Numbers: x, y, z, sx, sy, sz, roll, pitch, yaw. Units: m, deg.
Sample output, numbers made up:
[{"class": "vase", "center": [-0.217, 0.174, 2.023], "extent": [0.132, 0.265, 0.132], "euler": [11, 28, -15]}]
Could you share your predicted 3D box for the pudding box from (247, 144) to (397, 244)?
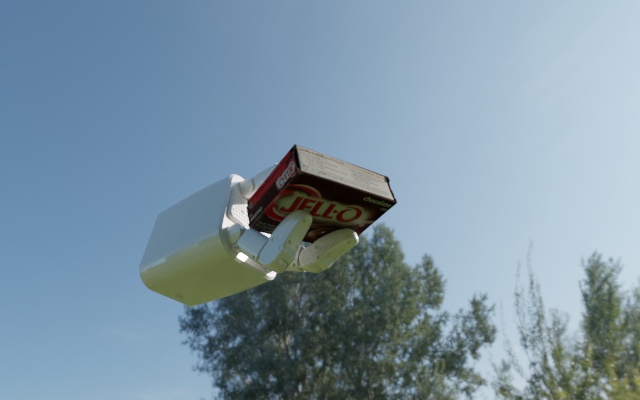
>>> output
[{"class": "pudding box", "center": [0.000, 0.001, 0.452], "extent": [0.113, 0.039, 0.090], "euler": [14, -42, -33]}]
